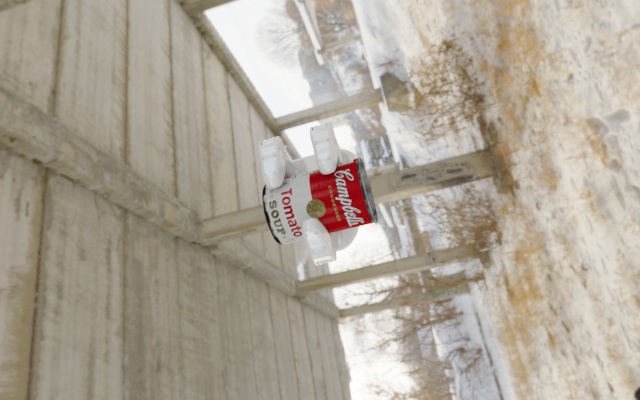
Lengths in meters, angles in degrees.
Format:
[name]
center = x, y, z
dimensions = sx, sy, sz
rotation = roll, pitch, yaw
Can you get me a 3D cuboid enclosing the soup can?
[soup can]
center = 0.000, 0.002, 0.484
dimensions = 0.102, 0.068, 0.068
rotation = -14, -3, 10
